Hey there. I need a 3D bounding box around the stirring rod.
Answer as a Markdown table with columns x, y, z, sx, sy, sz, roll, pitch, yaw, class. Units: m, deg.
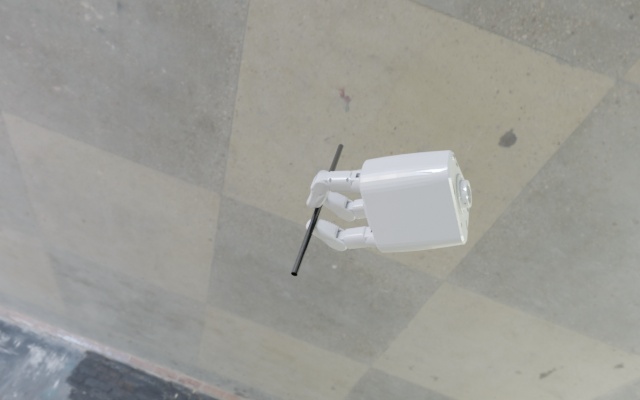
| x | y | z | sx | sy | sz | roll | pitch | yaw | class |
| --- | --- | --- | --- | --- | --- | --- | --- | --- | --- |
| 0.000 | 0.002 | 0.636 | 0.011 | 0.011 | 0.239 | 0 | 44 | 21 | stirring rod |
